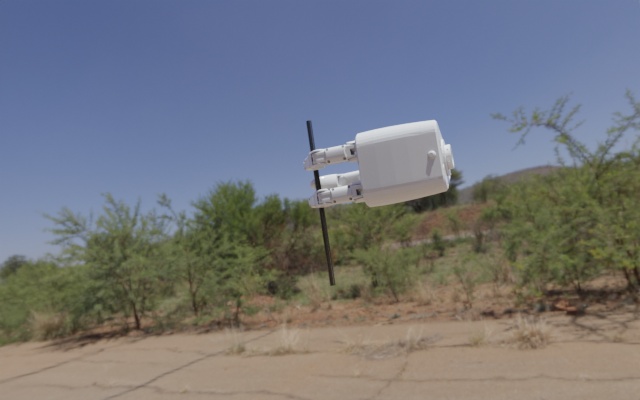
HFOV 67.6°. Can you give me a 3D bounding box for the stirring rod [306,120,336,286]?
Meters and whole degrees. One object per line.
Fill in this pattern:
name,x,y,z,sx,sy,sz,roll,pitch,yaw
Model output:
stirring rod,0.000,0.002,0.690,0.011,0.239,0.011,-8,-5,-1
